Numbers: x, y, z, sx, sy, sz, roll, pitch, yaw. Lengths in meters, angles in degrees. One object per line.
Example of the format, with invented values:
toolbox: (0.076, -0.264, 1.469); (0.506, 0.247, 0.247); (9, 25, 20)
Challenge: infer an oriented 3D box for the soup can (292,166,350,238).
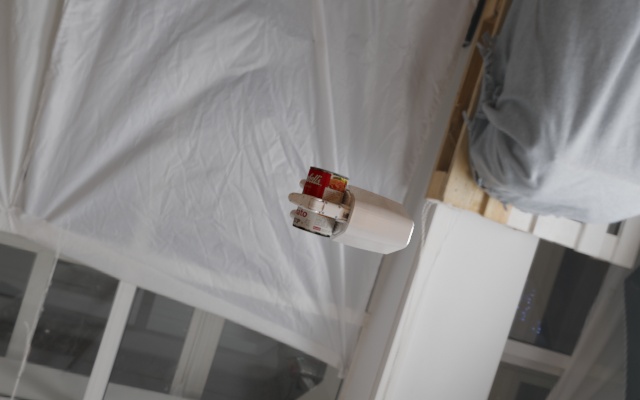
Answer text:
soup can: (0.000, 0.003, 0.780); (0.068, 0.102, 0.068); (18, 0, 0)
